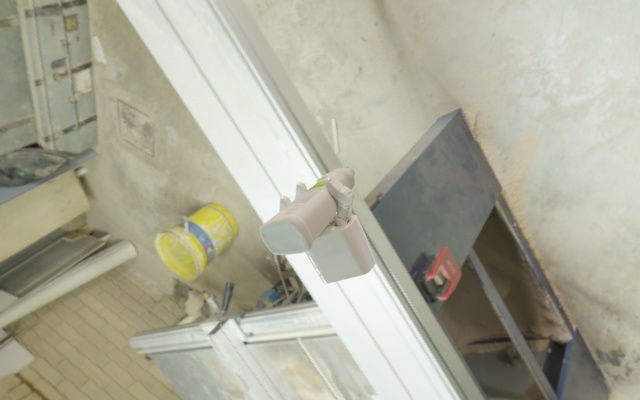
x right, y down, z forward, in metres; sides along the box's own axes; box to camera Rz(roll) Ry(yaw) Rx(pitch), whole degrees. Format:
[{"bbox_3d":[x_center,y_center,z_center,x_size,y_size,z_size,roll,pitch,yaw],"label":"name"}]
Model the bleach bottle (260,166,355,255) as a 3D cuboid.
[{"bbox_3d":[0.000,0.003,0.876,0.102,0.068,0.250,-13,22,41],"label":"bleach bottle"}]
